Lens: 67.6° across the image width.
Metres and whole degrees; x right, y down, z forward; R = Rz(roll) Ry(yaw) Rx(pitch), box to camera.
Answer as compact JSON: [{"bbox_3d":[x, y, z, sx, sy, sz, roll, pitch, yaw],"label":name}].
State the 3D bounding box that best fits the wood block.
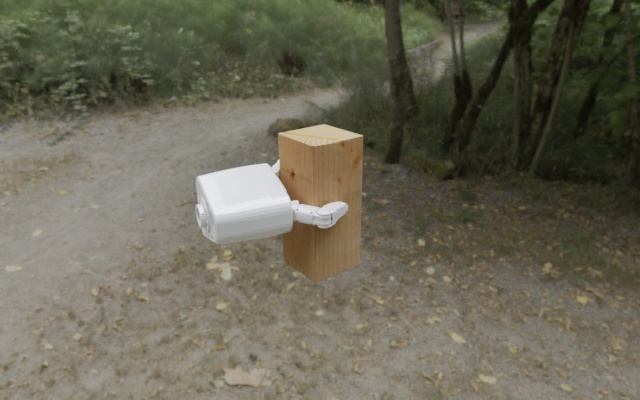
[{"bbox_3d":[0.000,0.002,0.711,0.090,0.206,0.090,-17,28,-34],"label":"wood block"}]
